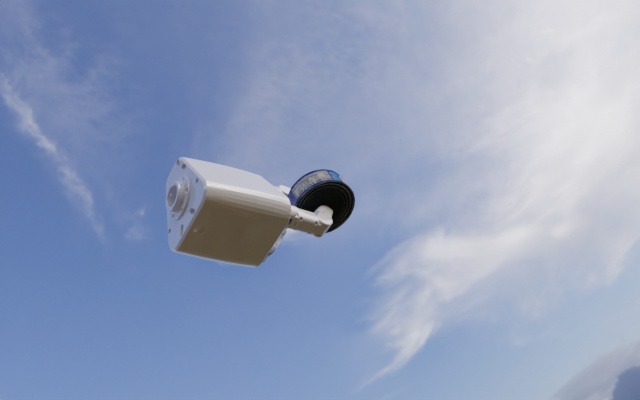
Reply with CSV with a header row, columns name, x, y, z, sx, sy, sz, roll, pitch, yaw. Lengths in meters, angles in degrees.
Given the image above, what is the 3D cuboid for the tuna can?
name,x,y,z,sx,sy,sz,roll,pitch,yaw
tuna can,0.000,0.002,0.631,0.086,0.086,0.033,0,35,-27
